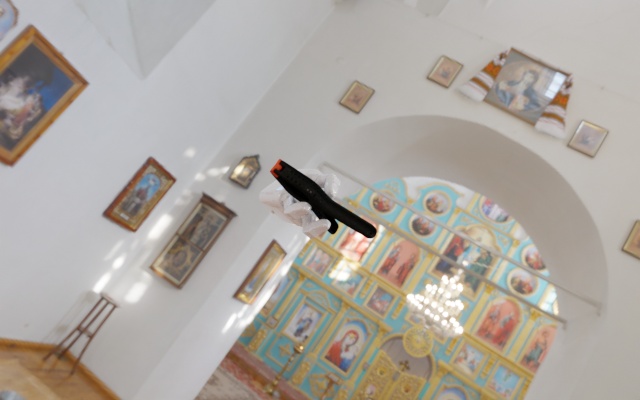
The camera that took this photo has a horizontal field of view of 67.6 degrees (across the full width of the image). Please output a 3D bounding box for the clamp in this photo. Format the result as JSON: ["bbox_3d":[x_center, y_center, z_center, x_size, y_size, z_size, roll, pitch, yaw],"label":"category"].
[{"bbox_3d":[0.000,0.002,0.863,0.210,0.036,0.164,43,-18,-25],"label":"clamp"}]
